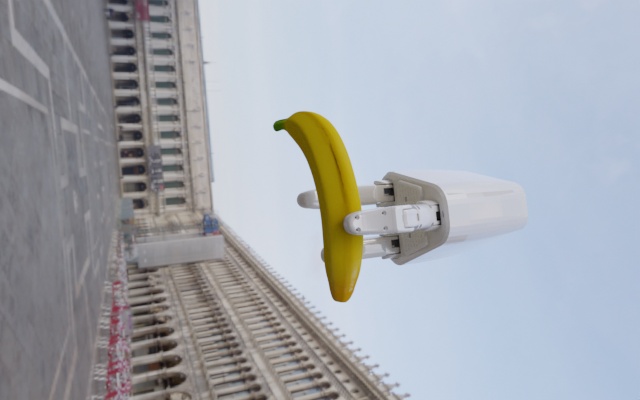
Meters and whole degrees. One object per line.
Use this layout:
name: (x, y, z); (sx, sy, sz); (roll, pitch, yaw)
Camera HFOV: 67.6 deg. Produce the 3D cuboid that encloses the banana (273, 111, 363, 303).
banana: (0.006, -0.011, 0.431); (0.037, 0.197, 0.070); (-5, -28, -28)
